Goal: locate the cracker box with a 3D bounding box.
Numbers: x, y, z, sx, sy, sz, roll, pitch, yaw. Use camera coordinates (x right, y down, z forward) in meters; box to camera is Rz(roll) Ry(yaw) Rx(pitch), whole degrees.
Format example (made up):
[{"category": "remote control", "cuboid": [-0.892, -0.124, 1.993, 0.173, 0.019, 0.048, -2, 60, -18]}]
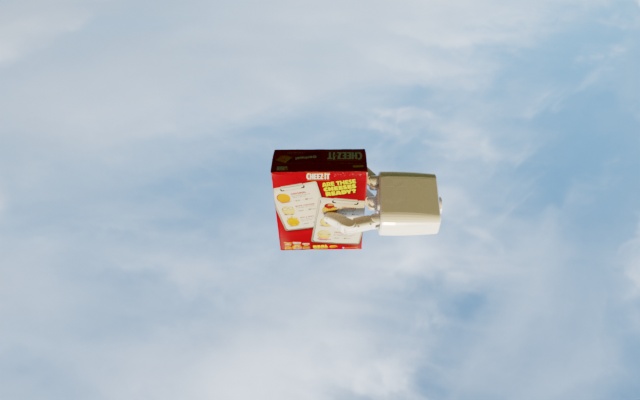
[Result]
[{"category": "cracker box", "cuboid": [0.000, 0.003, 0.887, 0.164, 0.072, 0.214, -1, -44, 1]}]
